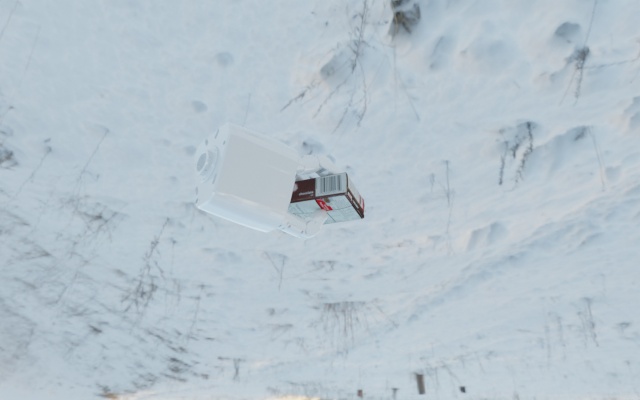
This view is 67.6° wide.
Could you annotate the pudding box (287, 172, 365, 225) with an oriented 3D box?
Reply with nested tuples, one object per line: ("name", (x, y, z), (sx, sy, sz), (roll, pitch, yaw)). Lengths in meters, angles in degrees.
("pudding box", (0.000, 0.002, 0.714), (0.113, 0.039, 0.090), (-7, -27, 19))
